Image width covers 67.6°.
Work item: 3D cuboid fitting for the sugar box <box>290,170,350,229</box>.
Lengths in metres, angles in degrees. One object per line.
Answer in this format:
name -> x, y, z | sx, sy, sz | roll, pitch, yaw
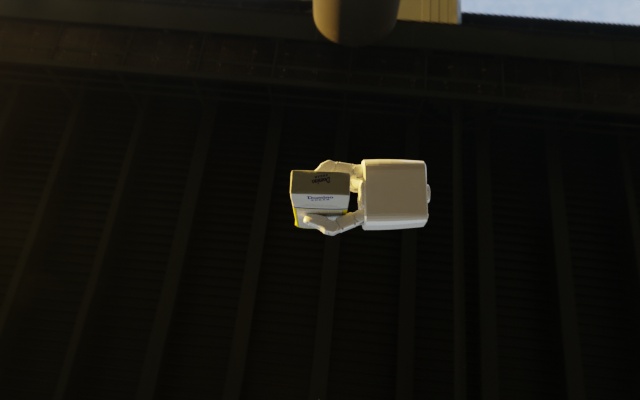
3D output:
sugar box -> 0.000, 0.002, 0.806 | 0.093, 0.048, 0.176 | 2, -23, 0
